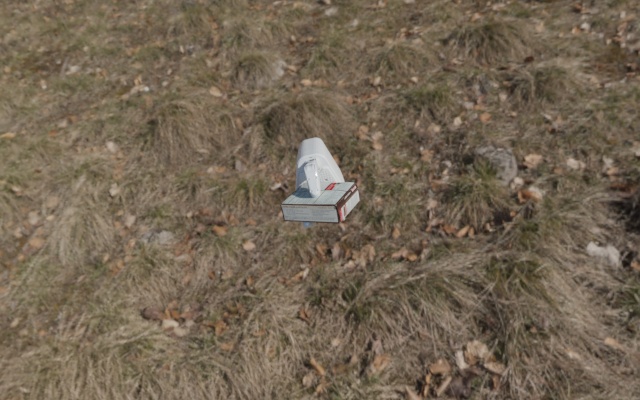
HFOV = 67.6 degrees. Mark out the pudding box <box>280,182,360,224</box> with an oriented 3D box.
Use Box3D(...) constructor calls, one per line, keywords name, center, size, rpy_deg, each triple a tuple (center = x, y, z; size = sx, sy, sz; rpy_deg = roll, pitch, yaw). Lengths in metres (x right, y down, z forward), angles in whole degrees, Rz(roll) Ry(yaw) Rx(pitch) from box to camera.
Box3D(name="pudding box", center=(0.000, 0.003, 0.832), size=(0.113, 0.039, 0.090), rpy_deg=(-1, 27, 30))
